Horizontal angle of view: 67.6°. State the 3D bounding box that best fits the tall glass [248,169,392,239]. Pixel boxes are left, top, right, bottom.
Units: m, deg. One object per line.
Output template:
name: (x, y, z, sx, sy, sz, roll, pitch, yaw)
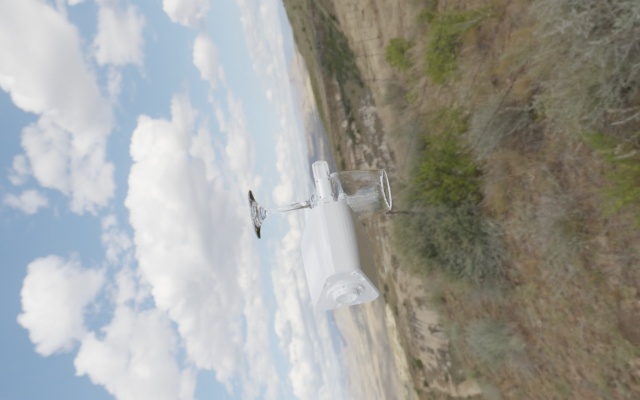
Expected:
tall glass: (-0.001, 0.002, 0.703, 0.201, 0.079, 0.079, -11, 0, 0)
